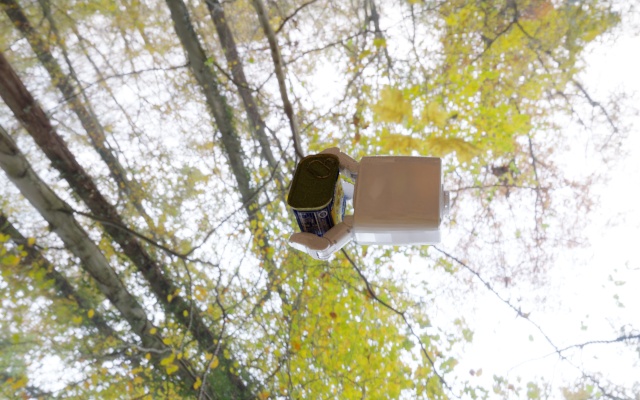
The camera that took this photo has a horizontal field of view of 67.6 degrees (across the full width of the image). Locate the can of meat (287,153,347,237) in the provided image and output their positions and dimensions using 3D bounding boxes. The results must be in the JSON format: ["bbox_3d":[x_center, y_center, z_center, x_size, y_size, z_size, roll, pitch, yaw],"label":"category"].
[{"bbox_3d":[0.000,0.002,0.634,0.057,0.102,0.084,-2,-45,15],"label":"can of meat"}]
